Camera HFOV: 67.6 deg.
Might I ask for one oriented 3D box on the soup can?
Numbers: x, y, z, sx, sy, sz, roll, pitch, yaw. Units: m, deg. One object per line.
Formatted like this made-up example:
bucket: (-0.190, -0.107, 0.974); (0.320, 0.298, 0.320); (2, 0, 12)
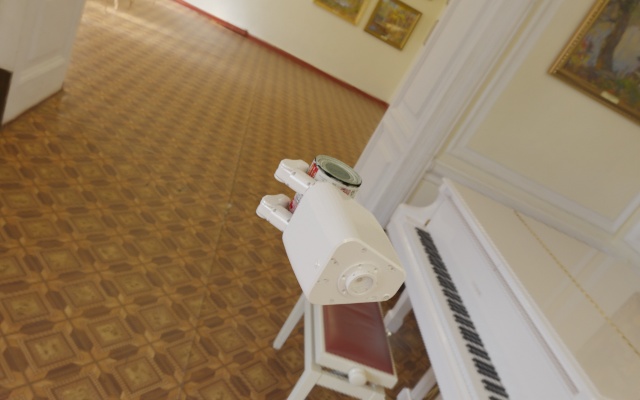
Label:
soup can: (0.000, 0.002, 0.609); (0.068, 0.102, 0.068); (25, 23, -11)
